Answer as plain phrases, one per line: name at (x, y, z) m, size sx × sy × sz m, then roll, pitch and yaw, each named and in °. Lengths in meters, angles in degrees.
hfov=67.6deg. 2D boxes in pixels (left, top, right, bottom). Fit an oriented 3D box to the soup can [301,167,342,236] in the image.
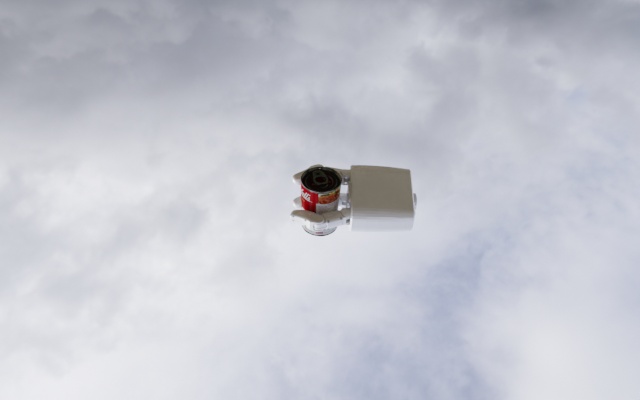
soup can at (0.000, 0.003, 0.813) m, size 0.068 × 0.102 × 0.068 m, roll 1°, pitch 42°, yaw -1°
